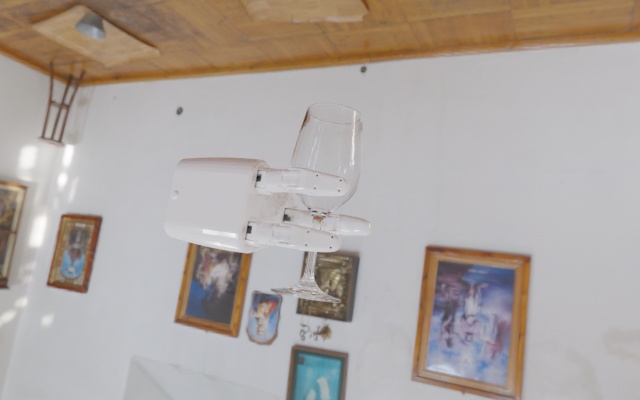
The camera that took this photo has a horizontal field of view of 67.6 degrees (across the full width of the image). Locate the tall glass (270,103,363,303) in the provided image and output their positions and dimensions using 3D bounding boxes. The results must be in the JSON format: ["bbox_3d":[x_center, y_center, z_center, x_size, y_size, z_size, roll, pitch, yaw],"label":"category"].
[{"bbox_3d":[0.000,0.002,0.508,0.079,0.201,0.079,9,-8,1],"label":"tall glass"}]
